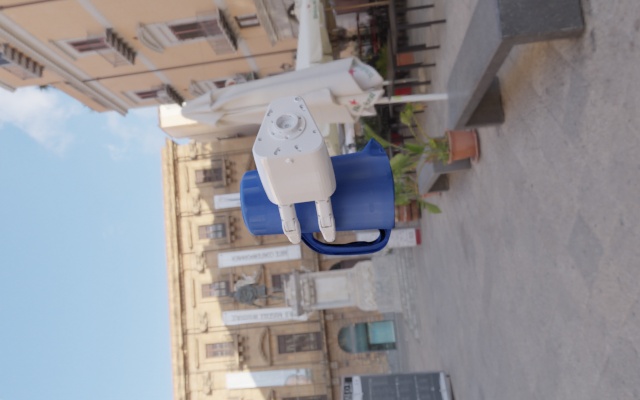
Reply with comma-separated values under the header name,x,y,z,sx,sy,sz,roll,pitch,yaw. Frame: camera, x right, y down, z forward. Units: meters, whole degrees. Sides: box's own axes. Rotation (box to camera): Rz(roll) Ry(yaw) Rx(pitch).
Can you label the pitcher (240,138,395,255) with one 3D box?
name,x,y,z,sx,sy,sz,roll,pitch,yaw
pitcher,0.000,0.002,0.780,0.243,0.149,0.145,-7,-31,5
